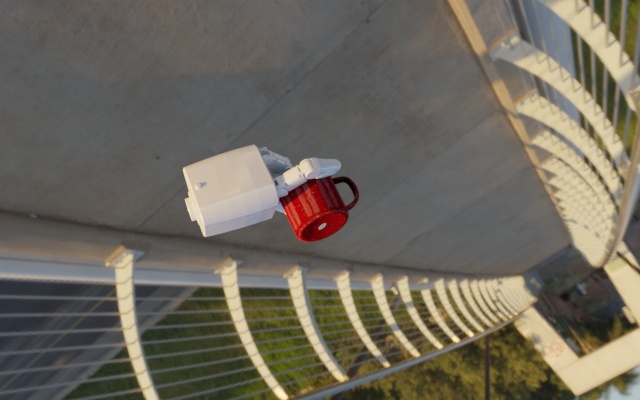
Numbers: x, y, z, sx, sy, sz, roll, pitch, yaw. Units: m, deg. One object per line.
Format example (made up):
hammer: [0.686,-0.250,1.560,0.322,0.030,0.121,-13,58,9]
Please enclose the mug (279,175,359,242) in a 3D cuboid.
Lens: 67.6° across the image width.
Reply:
mug: [0.002,0.002,0.691,0.117,0.081,0.093,-19,-29,-14]
